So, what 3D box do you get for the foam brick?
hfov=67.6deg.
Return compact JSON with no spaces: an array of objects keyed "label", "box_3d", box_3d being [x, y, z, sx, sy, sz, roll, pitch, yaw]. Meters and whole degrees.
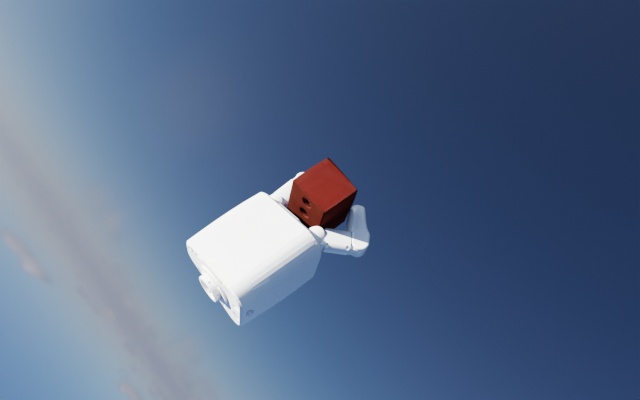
[{"label":"foam brick","box_3d":[0.000,0.002,0.542,0.051,0.053,0.078,-33,-20,-25]}]
